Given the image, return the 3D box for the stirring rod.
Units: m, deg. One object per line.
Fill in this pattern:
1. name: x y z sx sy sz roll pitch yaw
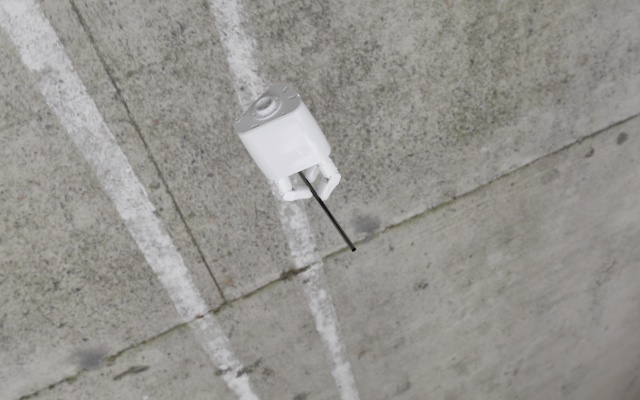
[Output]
1. stirring rod: 0.000 0.003 0.792 0.011 0.011 0.239 0 36 -31
